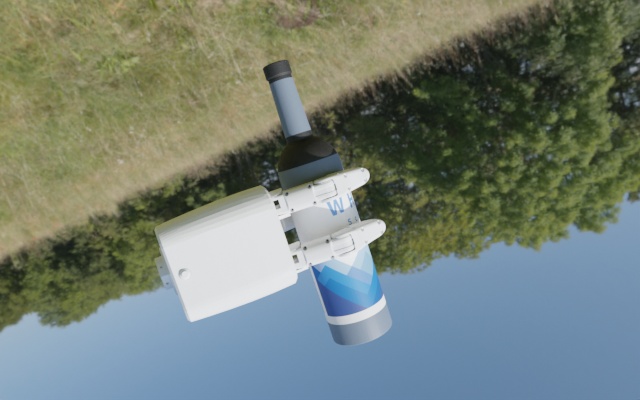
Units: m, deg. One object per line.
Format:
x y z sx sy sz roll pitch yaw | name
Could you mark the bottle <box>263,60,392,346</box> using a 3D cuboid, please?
0.000 0.002 0.499 0.069 0.296 0.069 -18 7 2 | bottle
